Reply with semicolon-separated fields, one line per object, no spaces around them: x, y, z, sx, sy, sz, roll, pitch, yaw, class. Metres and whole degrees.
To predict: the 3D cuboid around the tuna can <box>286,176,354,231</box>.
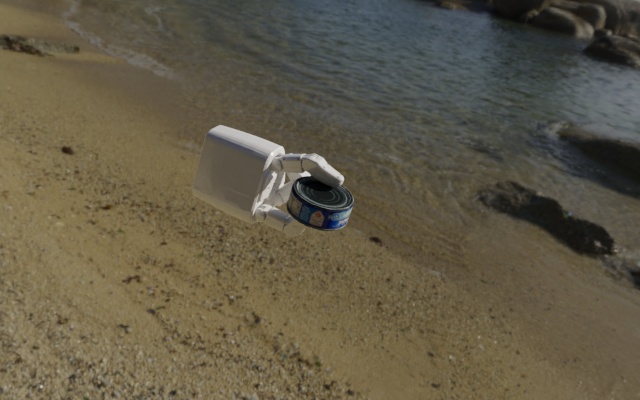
0.000;0.002;0.633;0.086;0.034;0.086;13;29;-8;tuna can
